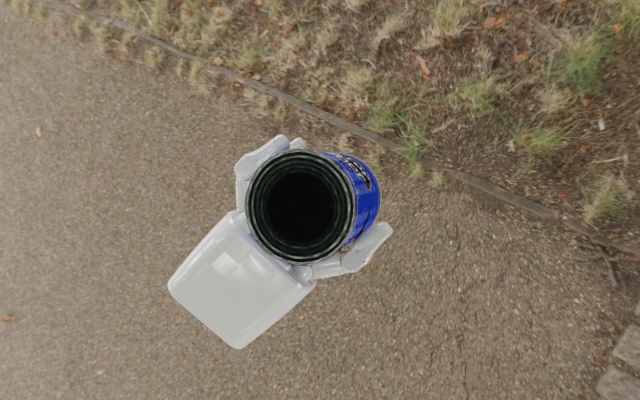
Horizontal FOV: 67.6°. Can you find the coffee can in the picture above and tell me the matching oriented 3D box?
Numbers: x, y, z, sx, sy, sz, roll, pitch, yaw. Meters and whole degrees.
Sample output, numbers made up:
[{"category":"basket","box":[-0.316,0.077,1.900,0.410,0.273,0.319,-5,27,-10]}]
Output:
[{"category":"coffee can","box":[0.000,0.001,0.479,0.103,0.103,0.140,0,4,16]}]
